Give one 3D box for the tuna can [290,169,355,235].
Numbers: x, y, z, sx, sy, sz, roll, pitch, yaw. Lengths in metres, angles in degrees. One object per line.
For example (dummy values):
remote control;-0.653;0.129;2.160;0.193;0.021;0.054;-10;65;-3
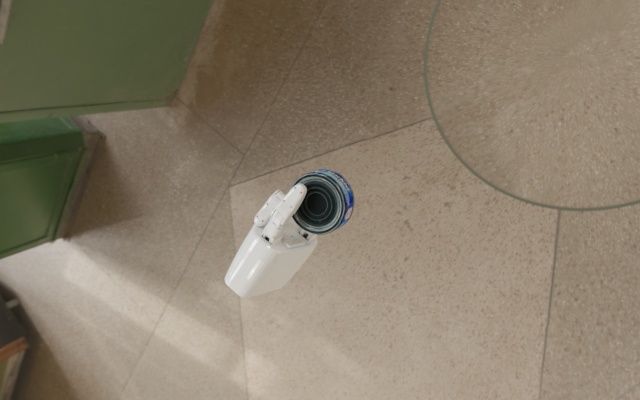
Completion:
tuna can;0.000;0.002;0.640;0.086;0.086;0.033;0;11;25
